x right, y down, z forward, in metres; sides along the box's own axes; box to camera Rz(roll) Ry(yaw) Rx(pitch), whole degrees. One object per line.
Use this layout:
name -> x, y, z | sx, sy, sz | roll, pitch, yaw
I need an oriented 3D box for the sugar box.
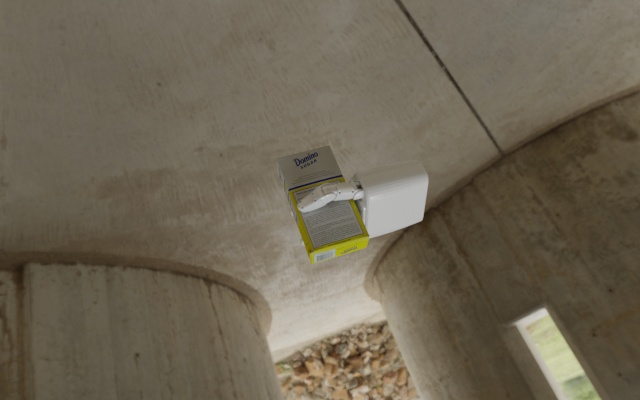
sugar box -> 0.000, 0.003, 0.746 | 0.093, 0.176, 0.048 | -15, -31, -12
